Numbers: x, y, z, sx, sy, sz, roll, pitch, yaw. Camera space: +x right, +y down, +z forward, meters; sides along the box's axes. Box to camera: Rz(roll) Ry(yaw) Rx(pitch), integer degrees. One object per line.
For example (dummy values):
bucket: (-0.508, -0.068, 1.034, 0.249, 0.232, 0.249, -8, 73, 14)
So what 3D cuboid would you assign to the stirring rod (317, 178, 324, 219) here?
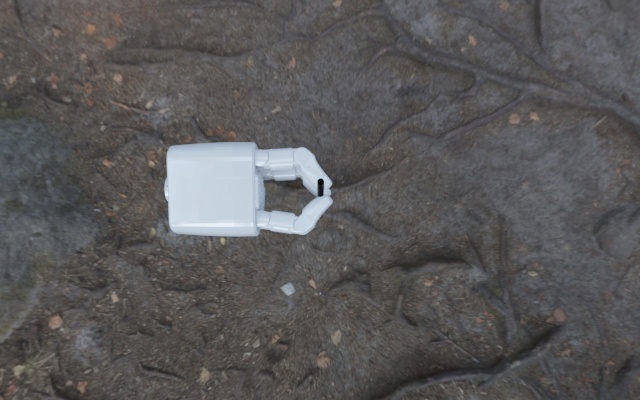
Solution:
stirring rod: (0.000, 0.002, 0.646, 0.011, 0.011, 0.239, 0, -11, 0)
